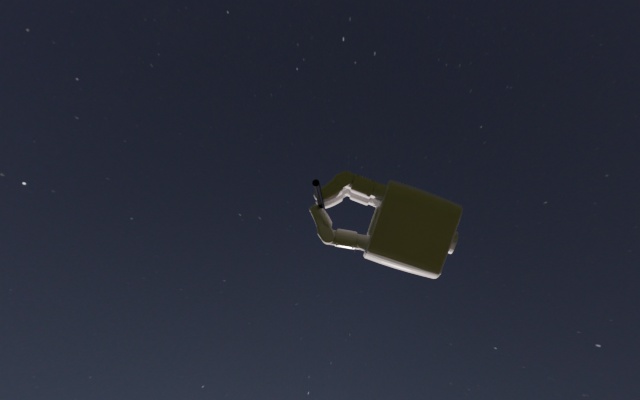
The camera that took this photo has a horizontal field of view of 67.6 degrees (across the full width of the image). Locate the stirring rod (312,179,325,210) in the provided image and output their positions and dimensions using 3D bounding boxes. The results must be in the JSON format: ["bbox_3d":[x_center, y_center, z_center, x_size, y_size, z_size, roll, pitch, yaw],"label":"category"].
[{"bbox_3d":[0.000,0.002,0.647,0.011,0.011,0.239,0,-10,3],"label":"stirring rod"}]
